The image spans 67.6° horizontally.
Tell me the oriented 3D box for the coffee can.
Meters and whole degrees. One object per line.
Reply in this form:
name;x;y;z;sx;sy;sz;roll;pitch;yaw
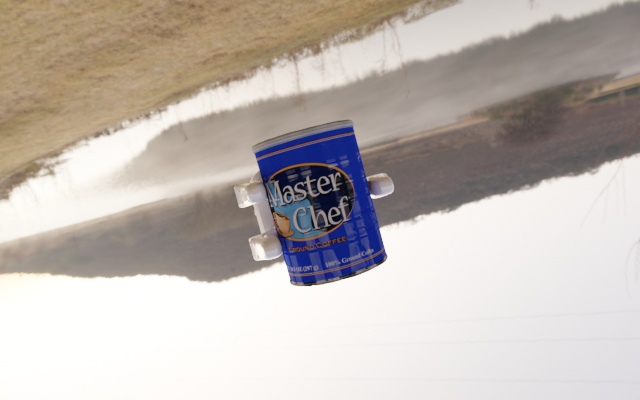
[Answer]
coffee can;0.000;0.001;0.474;0.103;0.140;0.103;-15;4;1
